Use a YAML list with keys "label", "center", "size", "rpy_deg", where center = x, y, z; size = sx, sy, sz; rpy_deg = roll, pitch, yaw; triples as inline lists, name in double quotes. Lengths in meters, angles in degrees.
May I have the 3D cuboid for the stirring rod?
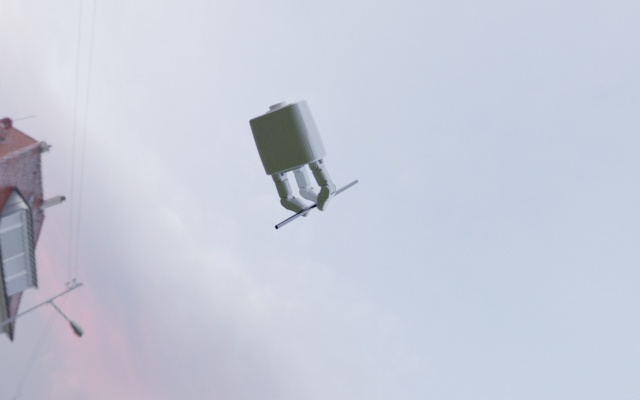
- label: "stirring rod"
  center: [0.000, 0.003, 0.874]
  size: [0.011, 0.011, 0.239]
  rpy_deg: [0, 20, 40]
